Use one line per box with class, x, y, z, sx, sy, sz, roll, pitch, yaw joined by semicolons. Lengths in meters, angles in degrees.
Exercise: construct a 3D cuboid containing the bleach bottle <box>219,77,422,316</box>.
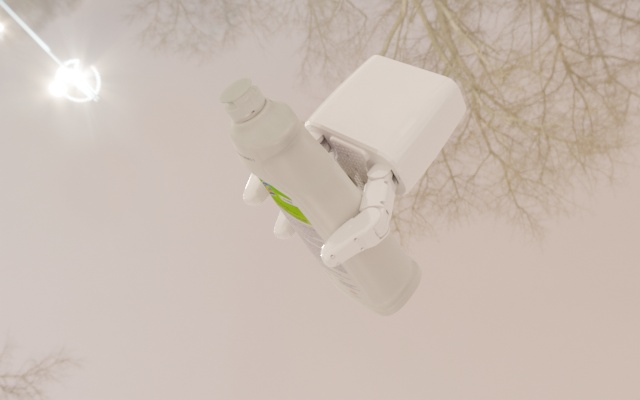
bleach bottle;0.000;0.001;0.420;0.102;0.068;0.251;22;-25;47
